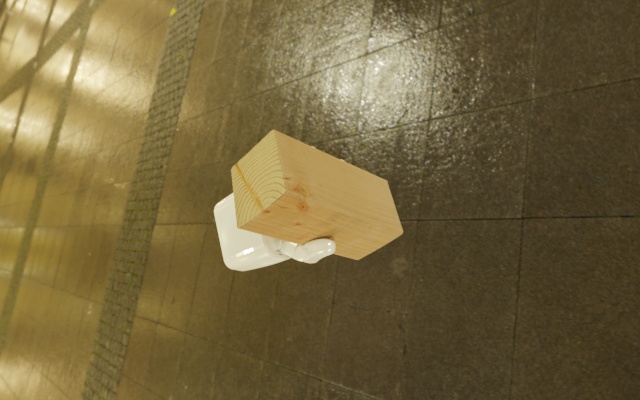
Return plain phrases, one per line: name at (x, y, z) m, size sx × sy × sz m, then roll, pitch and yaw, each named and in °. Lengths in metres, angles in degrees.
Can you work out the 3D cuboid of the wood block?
wood block at (0.000, 0.002, 0.610) m, size 0.206 × 0.090 × 0.090 m, roll 19°, pitch -43°, yaw -41°
